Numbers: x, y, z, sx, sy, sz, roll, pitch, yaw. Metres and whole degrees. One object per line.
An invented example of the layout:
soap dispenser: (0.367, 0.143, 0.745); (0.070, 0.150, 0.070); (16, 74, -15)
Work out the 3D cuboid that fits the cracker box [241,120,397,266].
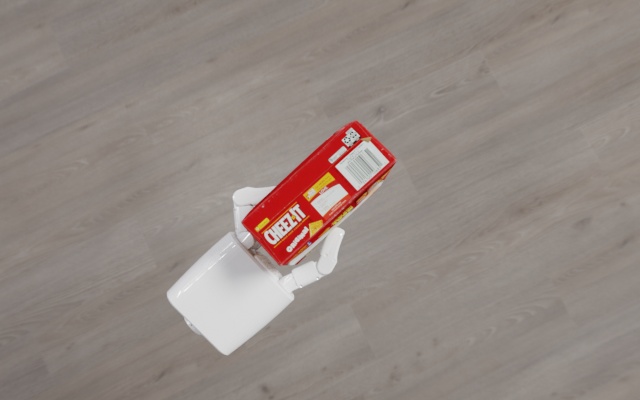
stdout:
cracker box: (0.000, 0.002, 0.589); (0.164, 0.072, 0.214); (-43, -6, -3)
